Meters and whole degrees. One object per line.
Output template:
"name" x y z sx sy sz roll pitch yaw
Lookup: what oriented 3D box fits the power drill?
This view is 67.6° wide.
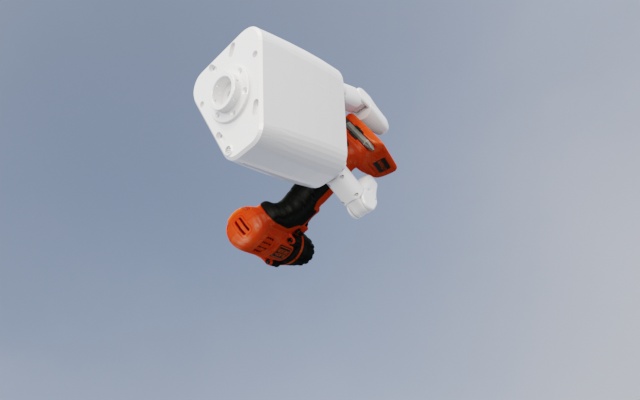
"power drill" 0.000 0.001 0.546 0.057 0.187 0.184 47 4 21
